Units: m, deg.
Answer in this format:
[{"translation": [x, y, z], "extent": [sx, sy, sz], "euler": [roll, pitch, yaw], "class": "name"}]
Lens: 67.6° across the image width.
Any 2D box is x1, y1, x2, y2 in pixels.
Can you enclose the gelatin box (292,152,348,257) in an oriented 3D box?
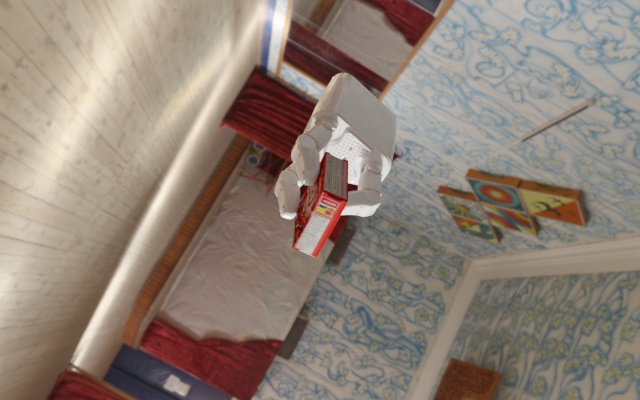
[{"translation": [0.000, 0.002, 0.487], "extent": [0.030, 0.073, 0.089], "euler": [22, 30, -11], "class": "gelatin box"}]
